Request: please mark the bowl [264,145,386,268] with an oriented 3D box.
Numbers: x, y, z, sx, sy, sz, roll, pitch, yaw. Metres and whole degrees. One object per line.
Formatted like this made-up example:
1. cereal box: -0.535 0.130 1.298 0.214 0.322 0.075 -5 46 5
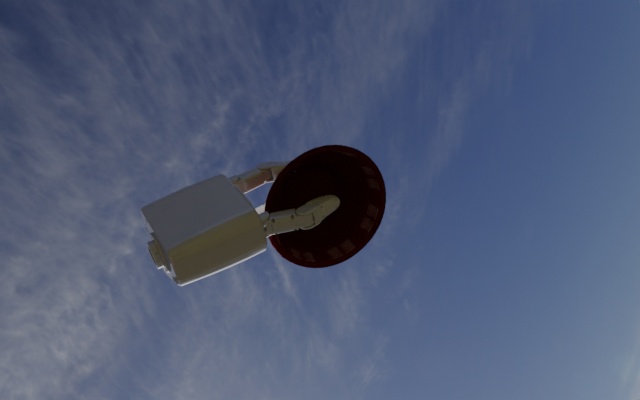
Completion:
1. bowl: 0.001 0.002 0.605 0.162 0.162 0.055 0 21 -23
